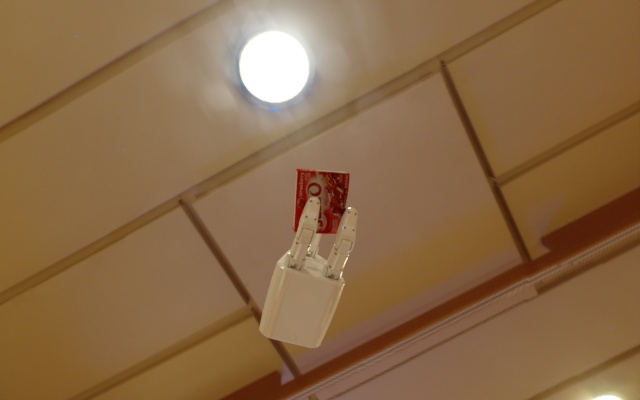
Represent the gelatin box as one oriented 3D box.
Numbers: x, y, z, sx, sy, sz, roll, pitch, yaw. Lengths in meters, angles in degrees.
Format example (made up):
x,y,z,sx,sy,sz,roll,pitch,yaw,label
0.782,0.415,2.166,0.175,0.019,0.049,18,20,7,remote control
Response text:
x,y,z,sx,sy,sz,roll,pitch,yaw,label
0.000,0.002,0.669,0.073,0.089,0.030,3,8,-7,gelatin box
